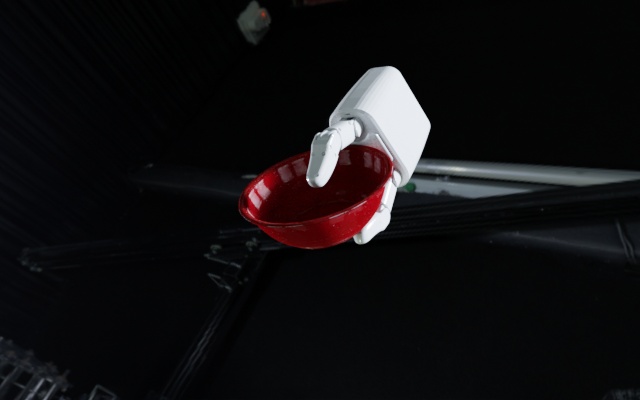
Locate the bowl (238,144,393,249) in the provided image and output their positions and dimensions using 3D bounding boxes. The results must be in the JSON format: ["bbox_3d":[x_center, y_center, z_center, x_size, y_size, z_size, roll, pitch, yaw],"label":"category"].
[{"bbox_3d":[-0.001,0.003,0.497,0.162,0.055,0.162,-13,28,7],"label":"bowl"}]
